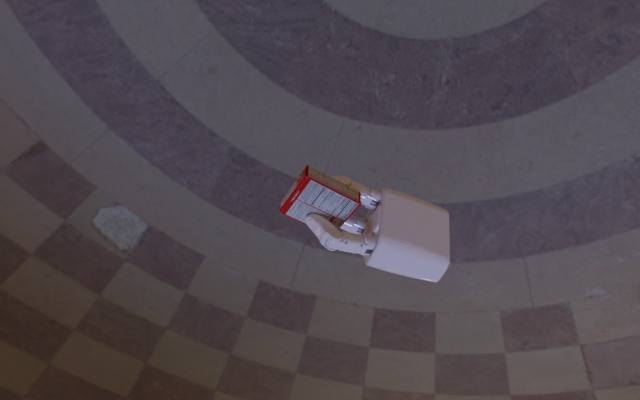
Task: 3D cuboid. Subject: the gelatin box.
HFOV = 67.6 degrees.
[{"bbox_3d":[0.000,0.002,0.654,0.089,0.073,0.030,25,35,-20],"label":"gelatin box"}]
